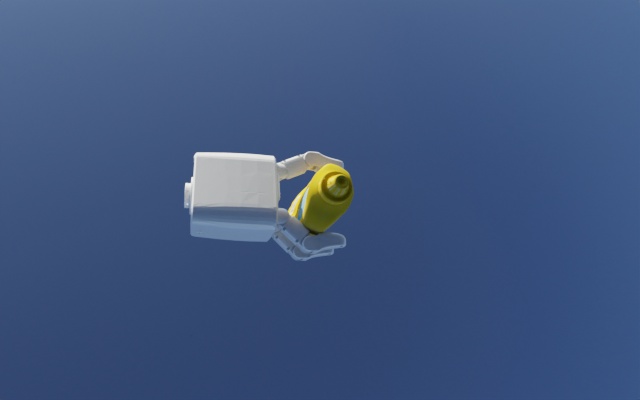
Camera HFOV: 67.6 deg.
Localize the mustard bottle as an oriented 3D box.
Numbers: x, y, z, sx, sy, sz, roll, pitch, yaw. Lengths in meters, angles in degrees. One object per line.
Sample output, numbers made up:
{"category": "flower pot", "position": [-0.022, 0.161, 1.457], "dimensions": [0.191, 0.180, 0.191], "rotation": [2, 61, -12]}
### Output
{"category": "mustard bottle", "position": [0.000, 0.002, 0.645], "dimensions": [0.058, 0.096, 0.192], "rotation": [28, -20, -6]}
